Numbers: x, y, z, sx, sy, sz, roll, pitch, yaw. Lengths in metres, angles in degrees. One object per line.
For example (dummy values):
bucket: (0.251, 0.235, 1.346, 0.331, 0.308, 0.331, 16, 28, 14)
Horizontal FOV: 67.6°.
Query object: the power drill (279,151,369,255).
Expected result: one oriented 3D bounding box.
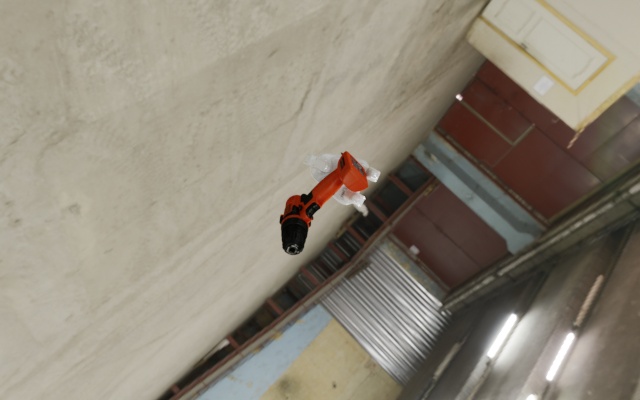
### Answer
power drill: (0.001, 0.003, 0.882, 0.188, 0.057, 0.184, -39, 22, 17)
